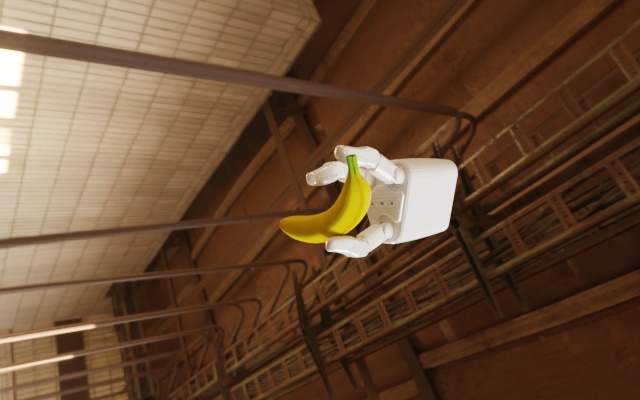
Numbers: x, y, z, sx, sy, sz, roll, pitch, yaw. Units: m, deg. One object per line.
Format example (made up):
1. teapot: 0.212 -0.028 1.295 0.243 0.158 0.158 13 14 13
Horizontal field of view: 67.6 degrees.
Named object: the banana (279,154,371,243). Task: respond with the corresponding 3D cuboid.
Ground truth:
1. banana: 0.009 0.017 0.607 0.037 0.069 0.198 -12 -19 -38
